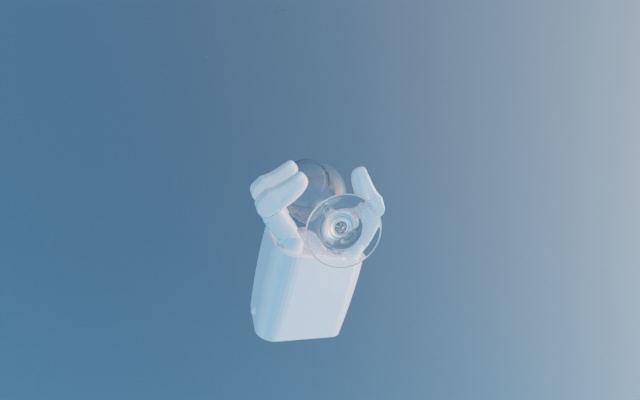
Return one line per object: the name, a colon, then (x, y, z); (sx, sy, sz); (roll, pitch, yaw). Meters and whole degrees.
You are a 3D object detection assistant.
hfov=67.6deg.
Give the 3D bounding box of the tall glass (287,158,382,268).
tall glass: (0.000, 0.002, 0.538); (0.079, 0.079, 0.201); (0, 16, -13)
